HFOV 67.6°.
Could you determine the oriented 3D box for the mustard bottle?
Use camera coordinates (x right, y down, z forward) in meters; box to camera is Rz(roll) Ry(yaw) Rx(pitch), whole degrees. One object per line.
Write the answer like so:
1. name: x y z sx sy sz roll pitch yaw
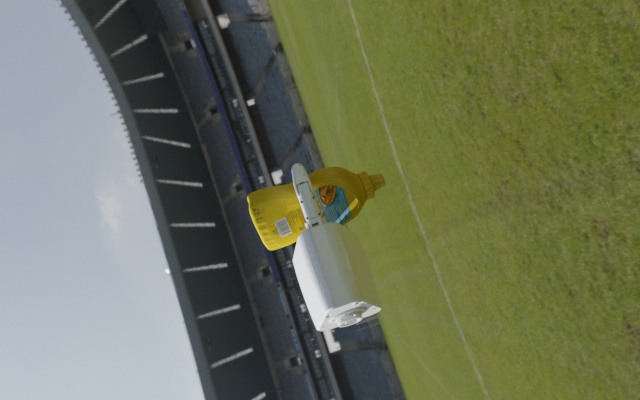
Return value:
1. mustard bottle: 0.000 0.002 0.679 0.191 0.096 0.058 -19 40 0
